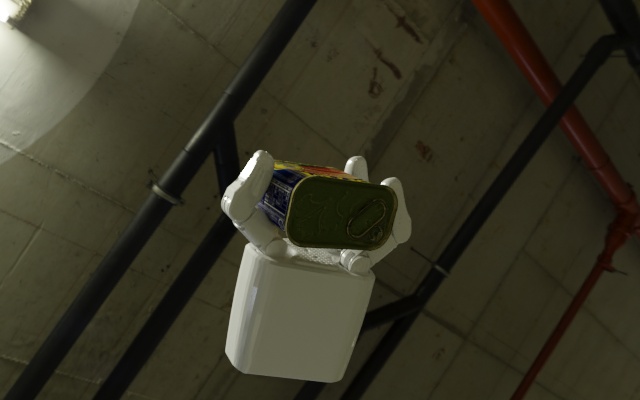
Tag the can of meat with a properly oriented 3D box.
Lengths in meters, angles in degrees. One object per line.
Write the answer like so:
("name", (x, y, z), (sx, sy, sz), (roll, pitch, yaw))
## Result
("can of meat", (0.000, 0.001, 0.413), (0.102, 0.057, 0.084), (6, 12, -31))
